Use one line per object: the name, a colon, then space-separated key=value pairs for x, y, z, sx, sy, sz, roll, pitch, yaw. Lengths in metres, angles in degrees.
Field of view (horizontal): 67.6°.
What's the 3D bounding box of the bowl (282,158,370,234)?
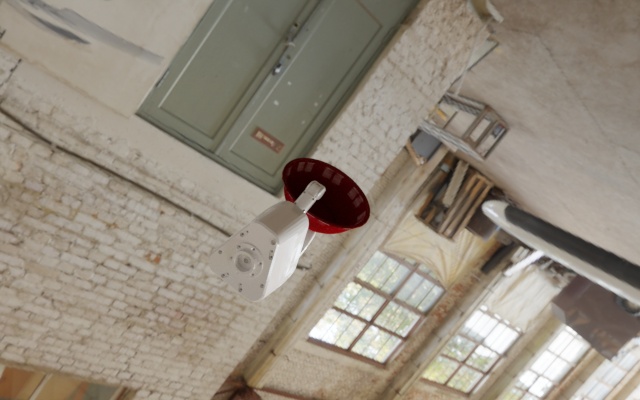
bowl: x=0.001 y=0.003 z=0.793 sx=0.162 sy=0.162 sz=0.055 roll=0 pitch=-43 yaw=-38
